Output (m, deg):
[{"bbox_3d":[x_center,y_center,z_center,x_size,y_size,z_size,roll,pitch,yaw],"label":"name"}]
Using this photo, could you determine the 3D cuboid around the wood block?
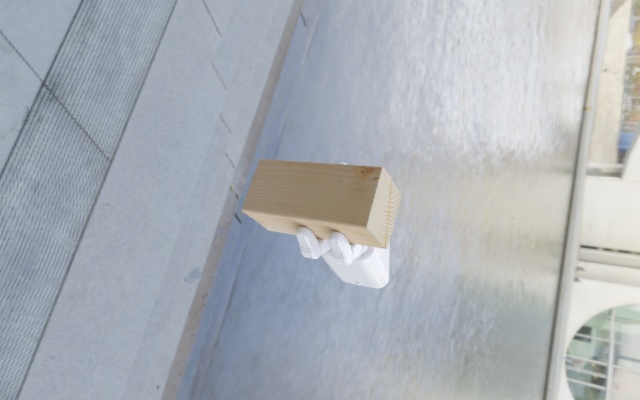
[{"bbox_3d":[0.000,0.002,0.705,0.206,0.090,0.090,6,-22,30],"label":"wood block"}]
